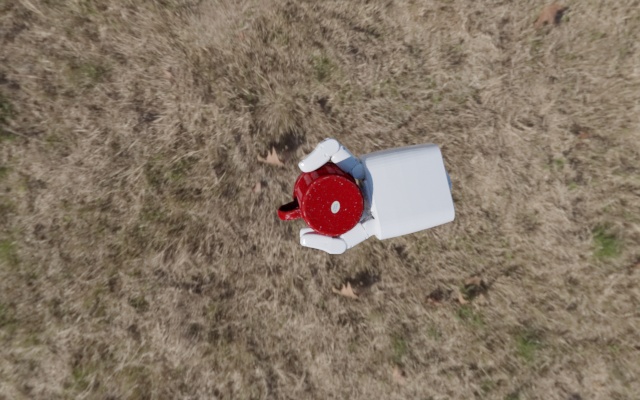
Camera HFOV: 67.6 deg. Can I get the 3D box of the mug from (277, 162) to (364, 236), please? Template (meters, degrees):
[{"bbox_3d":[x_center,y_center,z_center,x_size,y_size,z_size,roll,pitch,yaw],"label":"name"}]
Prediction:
[{"bbox_3d":[-0.001,0.002,0.632,0.117,0.093,0.081,-14,13,-4],"label":"mug"}]
